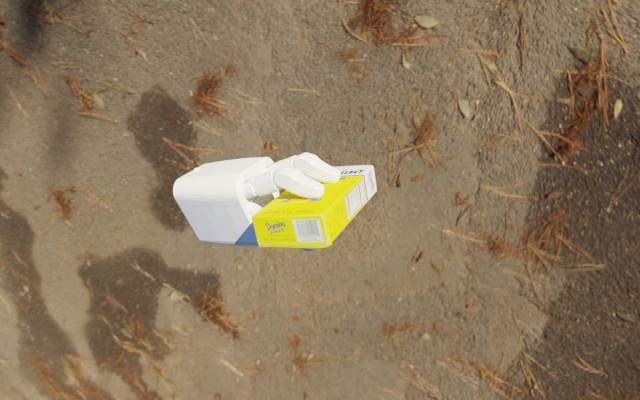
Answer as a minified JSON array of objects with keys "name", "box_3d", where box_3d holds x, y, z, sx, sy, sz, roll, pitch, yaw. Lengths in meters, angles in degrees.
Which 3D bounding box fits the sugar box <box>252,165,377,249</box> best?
[{"name":"sugar box","box_3d":[0.000,0.001,0.598,0.093,0.048,0.176,-1,24,25]}]
